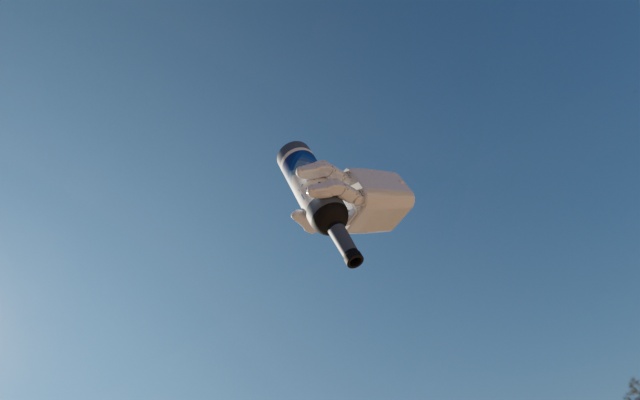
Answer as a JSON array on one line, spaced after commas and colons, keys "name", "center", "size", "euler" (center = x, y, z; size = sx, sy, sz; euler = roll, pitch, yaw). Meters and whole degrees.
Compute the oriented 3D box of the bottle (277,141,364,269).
[{"name": "bottle", "center": [0.000, 0.003, 0.808], "size": [0.069, 0.069, 0.295], "euler": [0, 37, -26]}]
